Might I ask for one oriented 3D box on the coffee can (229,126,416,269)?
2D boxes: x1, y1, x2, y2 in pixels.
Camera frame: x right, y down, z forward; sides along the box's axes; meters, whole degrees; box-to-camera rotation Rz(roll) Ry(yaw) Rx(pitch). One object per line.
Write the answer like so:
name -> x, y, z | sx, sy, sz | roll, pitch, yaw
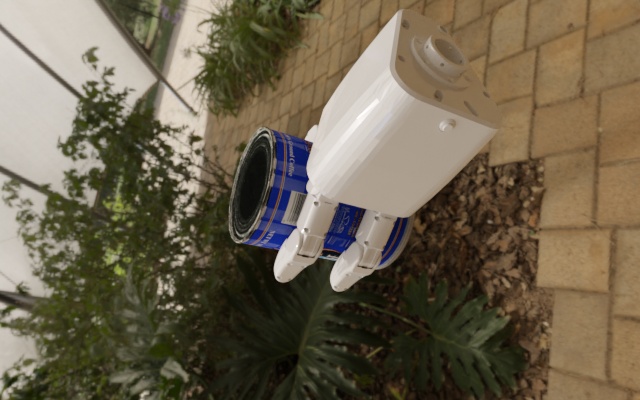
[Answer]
coffee can -> 0.000, 0.002, 0.437 | 0.140, 0.103, 0.103 | 14, -6, -25
